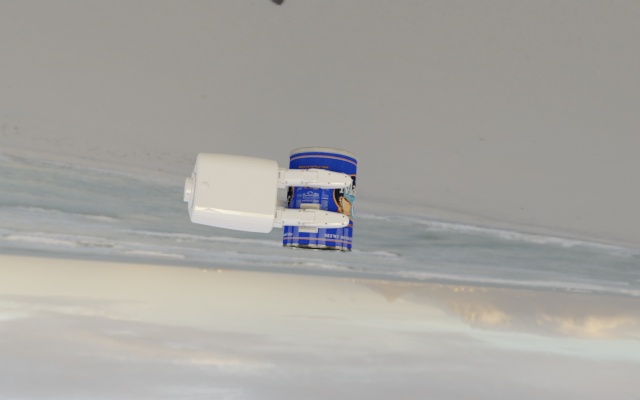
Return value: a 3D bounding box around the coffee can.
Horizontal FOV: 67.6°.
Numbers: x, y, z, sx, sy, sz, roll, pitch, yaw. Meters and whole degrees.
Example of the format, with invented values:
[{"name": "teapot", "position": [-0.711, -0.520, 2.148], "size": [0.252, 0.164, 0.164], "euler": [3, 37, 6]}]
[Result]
[{"name": "coffee can", "position": [0.000, 0.002, 0.702], "size": [0.103, 0.140, 0.103], "euler": [4, -9, 1]}]
